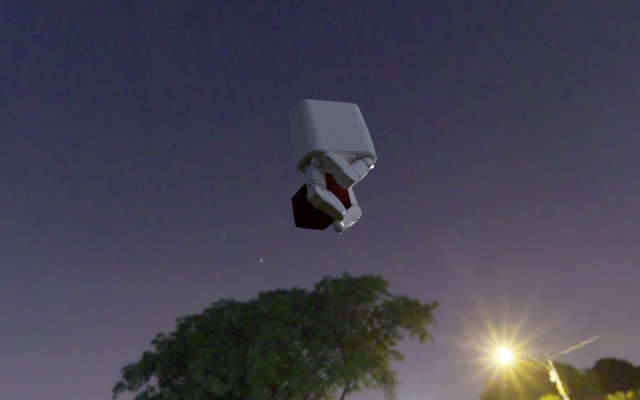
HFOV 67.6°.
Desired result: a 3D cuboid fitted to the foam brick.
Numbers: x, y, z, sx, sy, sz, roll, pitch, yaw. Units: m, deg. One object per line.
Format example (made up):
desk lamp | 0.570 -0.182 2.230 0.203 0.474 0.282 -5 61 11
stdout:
foam brick | 0.000 0.003 0.710 0.053 0.051 0.078 11 -39 -34
